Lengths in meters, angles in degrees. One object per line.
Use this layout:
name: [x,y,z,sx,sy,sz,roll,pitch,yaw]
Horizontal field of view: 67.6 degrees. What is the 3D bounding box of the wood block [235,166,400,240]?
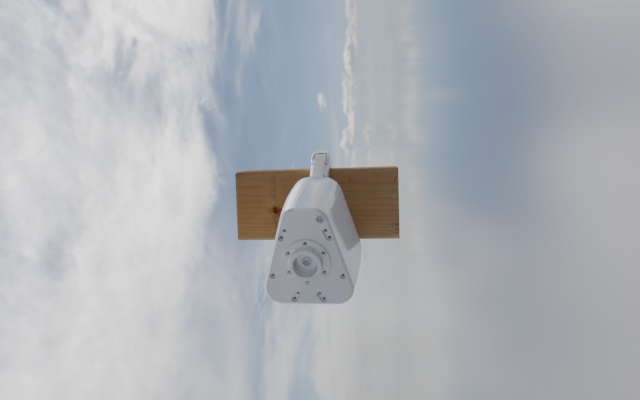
wood block: [0.000,0.002,0.640,0.206,0.091,0.090,-1,5,7]
